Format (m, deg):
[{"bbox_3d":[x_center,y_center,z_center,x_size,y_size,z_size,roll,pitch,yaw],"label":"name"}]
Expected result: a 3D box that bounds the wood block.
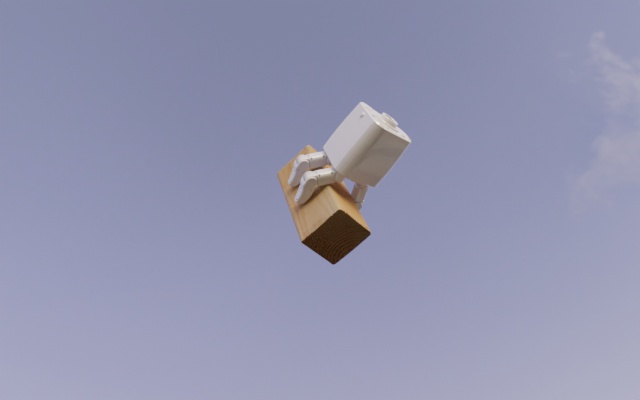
[{"bbox_3d":[0.001,0.003,0.863,0.091,0.090,0.206,38,17,-36],"label":"wood block"}]
